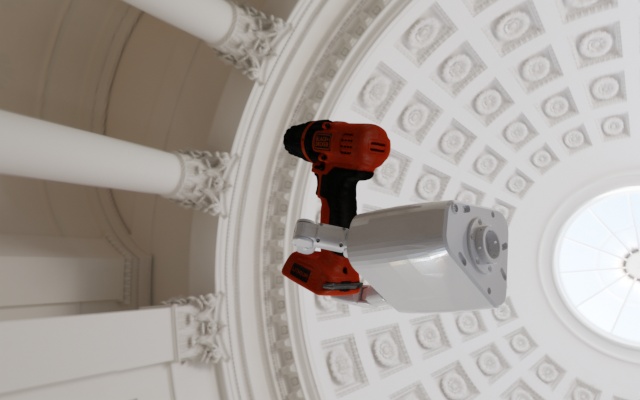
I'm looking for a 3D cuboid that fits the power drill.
[{"bbox_3d":[0.000,0.002,0.543,0.057,0.187,0.184,2,7,-30],"label":"power drill"}]
